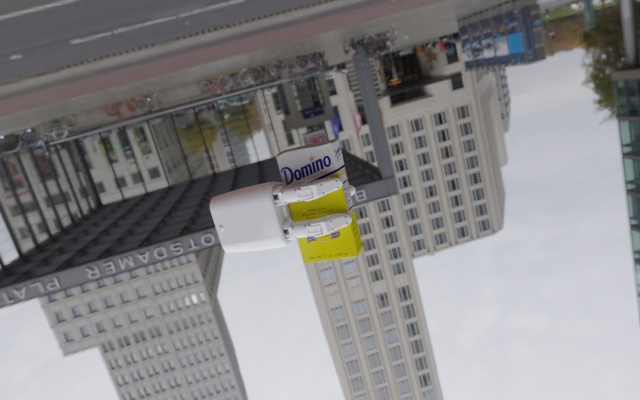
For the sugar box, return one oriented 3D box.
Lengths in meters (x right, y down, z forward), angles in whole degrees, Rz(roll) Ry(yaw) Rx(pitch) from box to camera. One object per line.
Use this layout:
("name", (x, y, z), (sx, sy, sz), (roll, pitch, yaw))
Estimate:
("sugar box", (0.000, 0.003, 0.724), (0.093, 0.176, 0.048), (-11, 14, 20))
